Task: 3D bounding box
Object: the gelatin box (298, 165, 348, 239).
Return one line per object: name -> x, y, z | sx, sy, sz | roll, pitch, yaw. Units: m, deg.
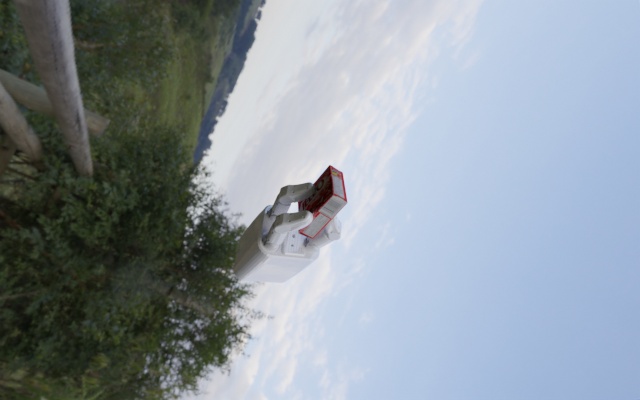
gelatin box -> 0.001, 0.002, 0.712 | 0.030, 0.089, 0.073 | 28, 32, -24
